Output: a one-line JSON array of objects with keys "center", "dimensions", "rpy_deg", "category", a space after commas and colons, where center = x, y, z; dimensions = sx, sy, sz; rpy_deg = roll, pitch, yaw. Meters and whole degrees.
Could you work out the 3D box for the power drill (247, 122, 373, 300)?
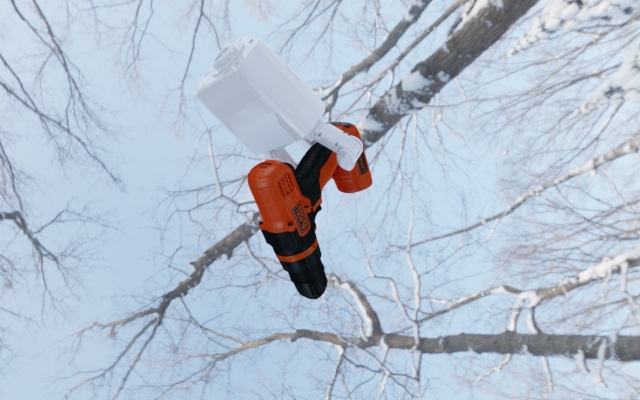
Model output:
[{"center": [0.000, 0.001, 0.588], "dimensions": [0.057, 0.184, 0.187], "rpy_deg": [2, 35, 32], "category": "power drill"}]
